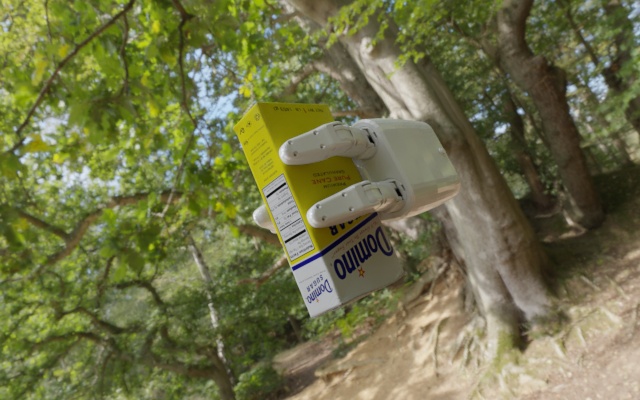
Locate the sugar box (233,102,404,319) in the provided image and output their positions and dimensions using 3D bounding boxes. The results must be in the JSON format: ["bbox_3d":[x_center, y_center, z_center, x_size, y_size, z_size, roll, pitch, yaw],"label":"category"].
[{"bbox_3d":[0.000,0.001,0.412,0.093,0.176,0.048,-12,-18,-48],"label":"sugar box"}]
